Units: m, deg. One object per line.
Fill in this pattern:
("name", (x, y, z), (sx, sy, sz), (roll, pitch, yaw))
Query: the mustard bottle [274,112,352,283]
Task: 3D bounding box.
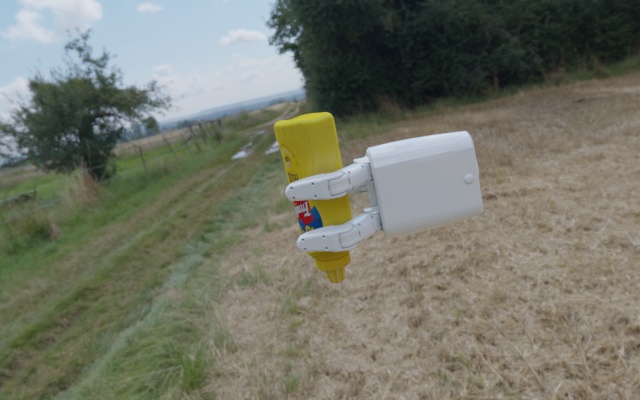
("mustard bottle", (0.000, 0.002, 0.532), (0.058, 0.192, 0.096), (-18, 15, -21))
